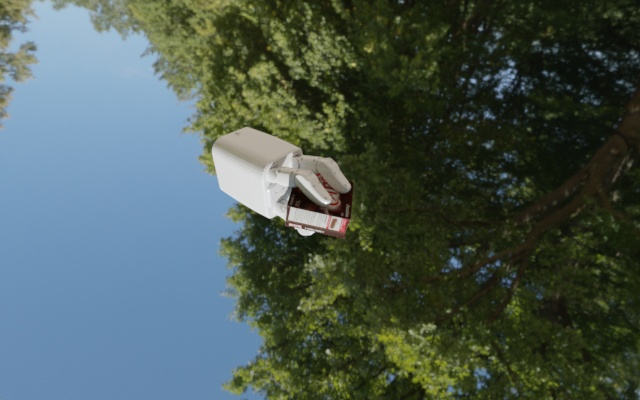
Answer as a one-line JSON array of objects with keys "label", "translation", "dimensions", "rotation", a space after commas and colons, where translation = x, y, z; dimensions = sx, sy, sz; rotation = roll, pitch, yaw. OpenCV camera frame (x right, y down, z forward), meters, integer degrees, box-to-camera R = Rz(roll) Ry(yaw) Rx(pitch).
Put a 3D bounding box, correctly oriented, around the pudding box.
[{"label": "pudding box", "translation": [0.000, 0.002, 0.697], "dimensions": [0.090, 0.039, 0.113], "rotation": [12, 33, -1]}]
